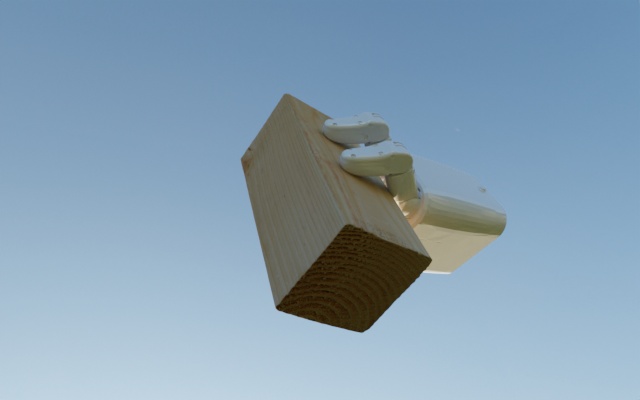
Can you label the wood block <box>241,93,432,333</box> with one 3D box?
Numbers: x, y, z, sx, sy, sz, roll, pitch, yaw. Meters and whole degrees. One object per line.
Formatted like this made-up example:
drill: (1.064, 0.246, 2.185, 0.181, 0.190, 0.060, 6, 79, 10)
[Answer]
wood block: (0.000, 0.002, 0.427, 0.090, 0.091, 0.206, 23, 26, -31)
